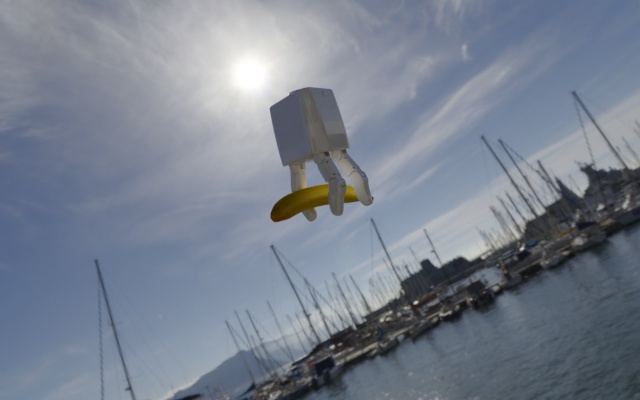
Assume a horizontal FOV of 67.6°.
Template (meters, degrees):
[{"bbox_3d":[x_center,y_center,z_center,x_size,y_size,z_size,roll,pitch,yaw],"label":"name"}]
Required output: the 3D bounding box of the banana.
[{"bbox_3d":[-0.008,-0.001,0.781,0.198,0.037,0.069,-12,17,-33],"label":"banana"}]
